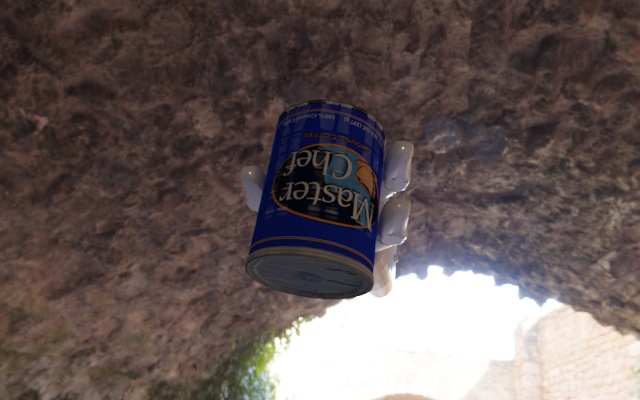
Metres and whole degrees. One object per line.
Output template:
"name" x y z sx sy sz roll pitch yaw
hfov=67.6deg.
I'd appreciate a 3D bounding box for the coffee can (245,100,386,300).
"coffee can" 0.000 0.001 0.408 0.103 0.140 0.103 7 -27 4
